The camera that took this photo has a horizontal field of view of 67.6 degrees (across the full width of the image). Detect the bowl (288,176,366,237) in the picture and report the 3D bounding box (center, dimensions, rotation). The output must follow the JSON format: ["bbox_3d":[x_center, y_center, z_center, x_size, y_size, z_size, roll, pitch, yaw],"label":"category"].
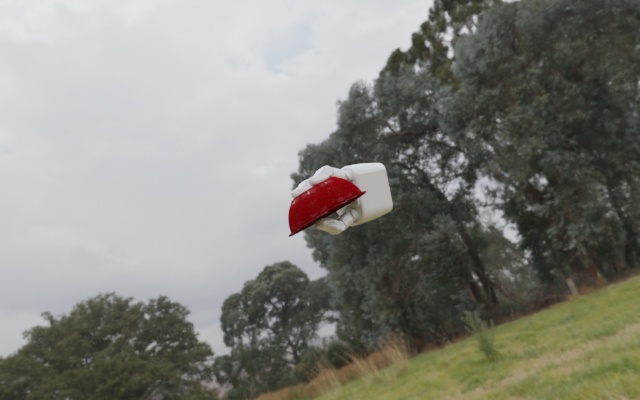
[{"bbox_3d":[-0.001,0.003,0.857,0.162,0.055,0.162,-30,-3,-2],"label":"bowl"}]
